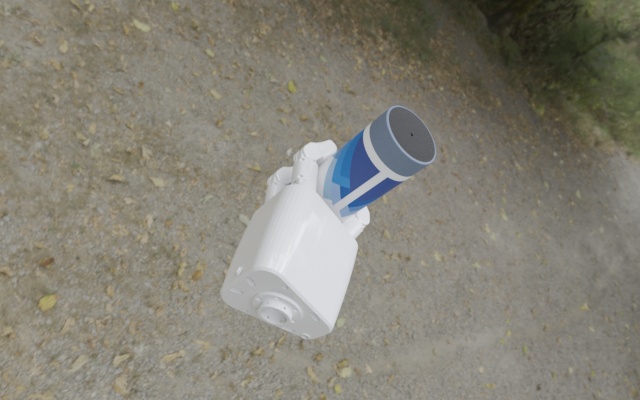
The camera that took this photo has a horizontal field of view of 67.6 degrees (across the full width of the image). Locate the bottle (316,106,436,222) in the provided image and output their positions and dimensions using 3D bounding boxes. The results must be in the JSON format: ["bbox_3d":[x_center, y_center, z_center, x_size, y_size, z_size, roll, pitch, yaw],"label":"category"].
[{"bbox_3d":[0.000,0.002,0.554,0.069,0.069,0.296,0,-26,-42],"label":"bottle"}]
